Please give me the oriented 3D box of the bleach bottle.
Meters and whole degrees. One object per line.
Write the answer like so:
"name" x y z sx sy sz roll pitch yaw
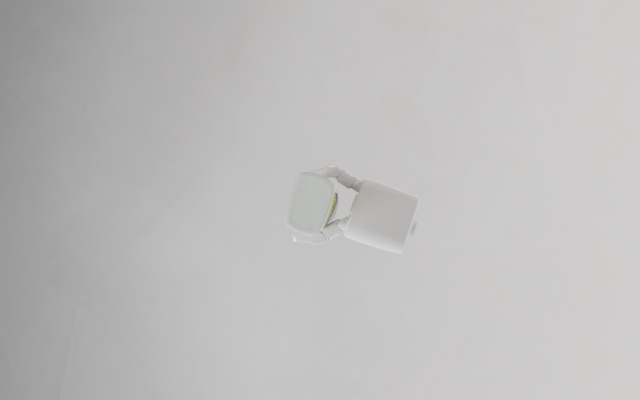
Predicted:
"bleach bottle" 0.000 0.003 0.874 0.068 0.102 0.251 19 5 8
